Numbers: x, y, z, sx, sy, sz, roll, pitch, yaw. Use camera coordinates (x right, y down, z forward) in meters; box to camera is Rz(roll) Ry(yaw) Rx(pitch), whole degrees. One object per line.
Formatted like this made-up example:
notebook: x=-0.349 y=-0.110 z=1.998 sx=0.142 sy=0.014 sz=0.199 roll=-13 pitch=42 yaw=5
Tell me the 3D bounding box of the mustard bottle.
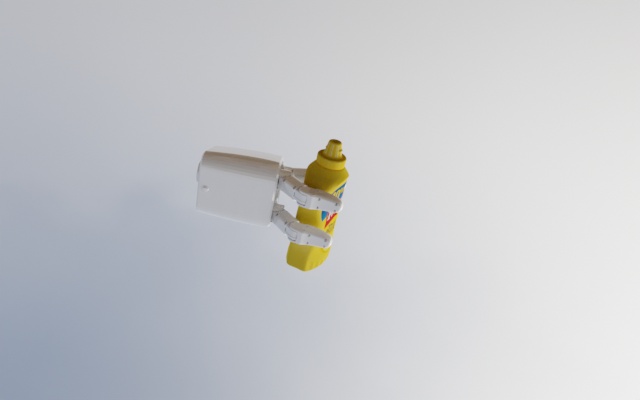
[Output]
mustard bottle: x=0.000 y=0.003 z=0.685 sx=0.058 sy=0.192 sz=0.096 roll=23 pitch=30 yaw=17
